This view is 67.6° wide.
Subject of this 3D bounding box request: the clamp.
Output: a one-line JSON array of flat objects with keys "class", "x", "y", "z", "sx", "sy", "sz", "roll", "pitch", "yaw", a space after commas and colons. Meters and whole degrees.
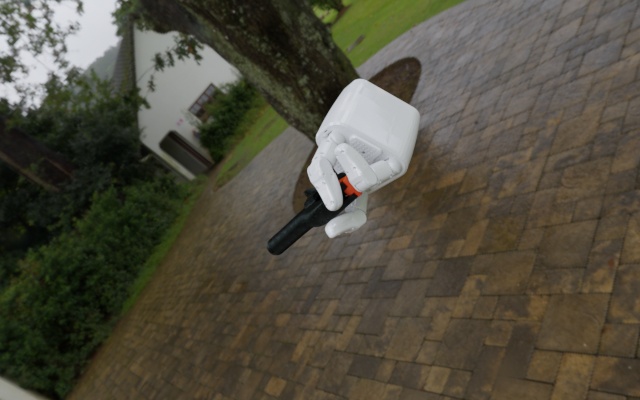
[{"class": "clamp", "x": 0.000, "y": 0.002, "z": 0.623, "sx": 0.039, "sy": 0.120, "sz": 0.171, "roll": 39, "pitch": -42, "yaw": -17}]
